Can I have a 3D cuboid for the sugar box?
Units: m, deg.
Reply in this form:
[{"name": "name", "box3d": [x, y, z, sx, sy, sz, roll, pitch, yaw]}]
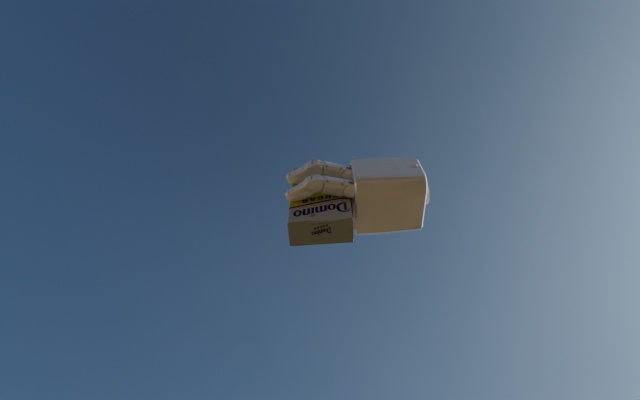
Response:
[{"name": "sugar box", "box3d": [0.000, 0.002, 0.736, 0.093, 0.048, 0.176, -4, 27, 1]}]
